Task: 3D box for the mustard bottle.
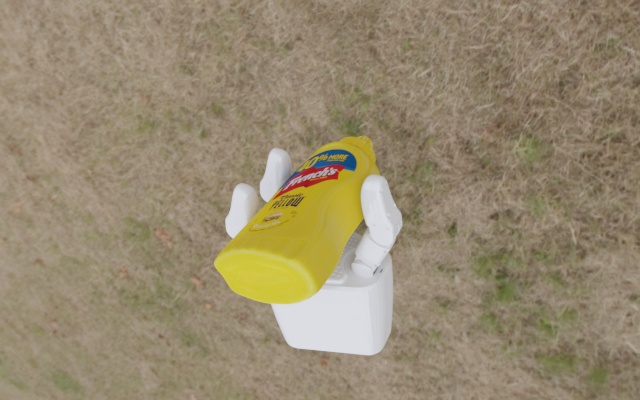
[{"bbox_3d":[0.000,0.001,0.410,0.096,0.058,0.191,-9,31,41],"label":"mustard bottle"}]
